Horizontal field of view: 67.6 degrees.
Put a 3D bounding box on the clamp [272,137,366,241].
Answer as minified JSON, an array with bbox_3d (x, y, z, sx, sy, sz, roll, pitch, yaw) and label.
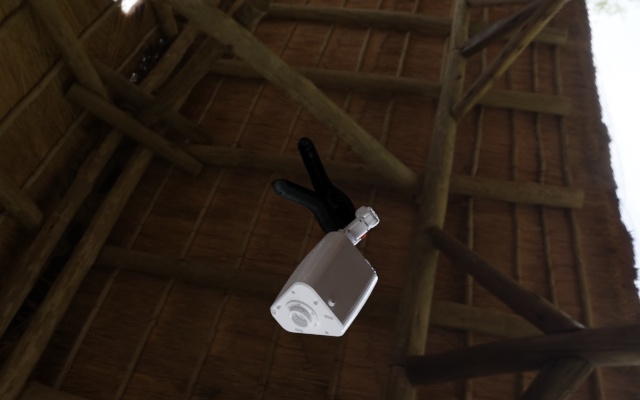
[{"bbox_3d":[0.000,0.002,0.680,0.039,0.171,0.120,-26,16,43],"label":"clamp"}]
